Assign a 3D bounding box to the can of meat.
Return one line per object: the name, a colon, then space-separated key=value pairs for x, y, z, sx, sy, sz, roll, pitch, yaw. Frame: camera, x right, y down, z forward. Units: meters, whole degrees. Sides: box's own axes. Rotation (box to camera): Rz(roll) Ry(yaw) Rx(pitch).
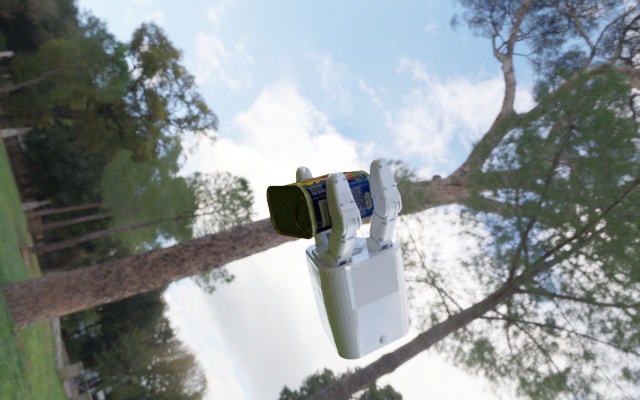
can of meat: x=0.000 y=0.002 z=0.523 sx=0.084 sy=0.057 sz=0.102 roll=-16 pitch=8 yaw=-28
